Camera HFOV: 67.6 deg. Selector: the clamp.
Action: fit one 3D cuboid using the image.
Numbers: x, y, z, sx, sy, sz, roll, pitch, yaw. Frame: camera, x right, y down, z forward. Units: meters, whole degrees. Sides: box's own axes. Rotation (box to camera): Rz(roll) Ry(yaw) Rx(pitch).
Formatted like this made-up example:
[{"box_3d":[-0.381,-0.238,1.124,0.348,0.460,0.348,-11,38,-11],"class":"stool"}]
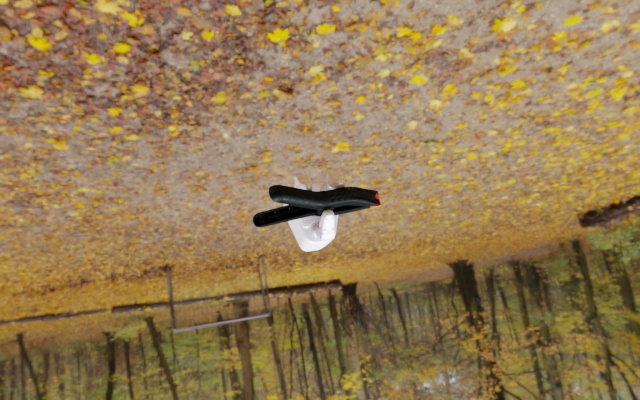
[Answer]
[{"box_3d":[0.001,0.003,0.758,0.210,0.036,0.164,-6,-15,-11],"class":"clamp"}]
